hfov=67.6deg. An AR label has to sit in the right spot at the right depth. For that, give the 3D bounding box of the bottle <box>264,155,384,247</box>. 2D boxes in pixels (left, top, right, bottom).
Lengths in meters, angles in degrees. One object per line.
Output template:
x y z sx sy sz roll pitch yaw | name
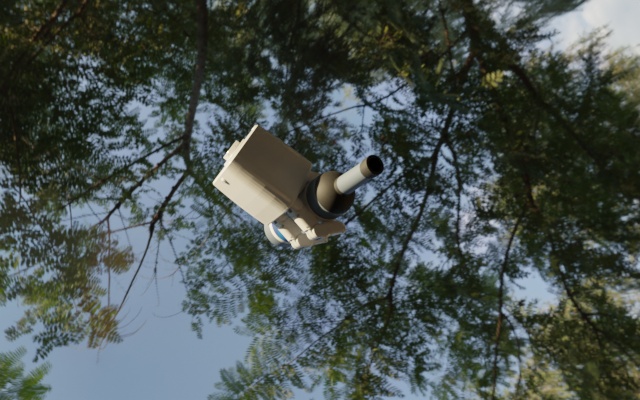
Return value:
0.000 0.002 0.720 0.069 0.069 0.296 0 -19 -29 | bottle
